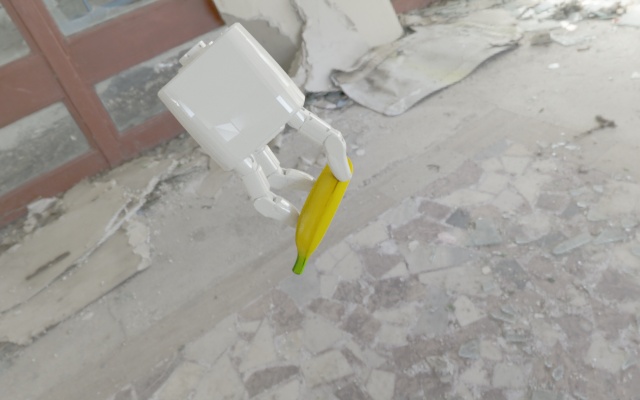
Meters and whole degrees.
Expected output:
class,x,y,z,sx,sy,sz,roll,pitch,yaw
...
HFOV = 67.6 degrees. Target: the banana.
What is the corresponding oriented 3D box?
class,x,y,z,sx,sy,sz,roll,pitch,yaw
banana,0.006,-0.007,0.571,0.037,0.197,0.070,29,-43,-3
